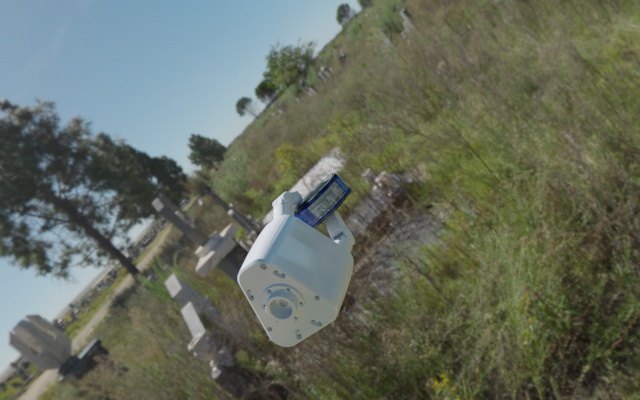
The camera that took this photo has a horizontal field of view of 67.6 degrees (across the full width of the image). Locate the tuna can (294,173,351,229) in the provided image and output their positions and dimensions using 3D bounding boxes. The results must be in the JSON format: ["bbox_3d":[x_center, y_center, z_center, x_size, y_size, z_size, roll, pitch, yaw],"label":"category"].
[{"bbox_3d":[0.000,0.002,0.653,0.086,0.034,0.086,-43,7,6],"label":"tuna can"}]
